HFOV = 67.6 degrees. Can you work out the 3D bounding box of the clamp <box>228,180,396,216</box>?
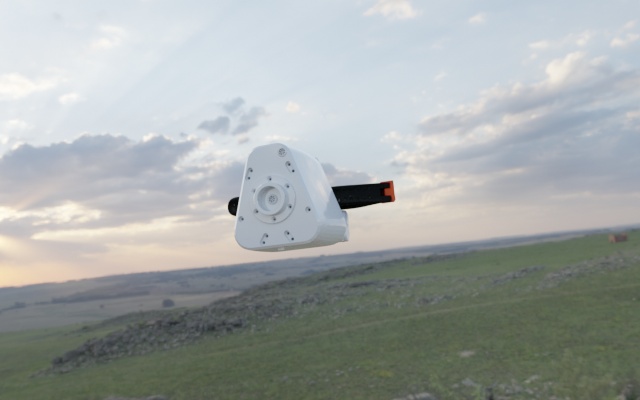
[{"bbox_3d":[0.000,0.001,0.662,0.210,0.036,0.164,-7,-6,14],"label":"clamp"}]
